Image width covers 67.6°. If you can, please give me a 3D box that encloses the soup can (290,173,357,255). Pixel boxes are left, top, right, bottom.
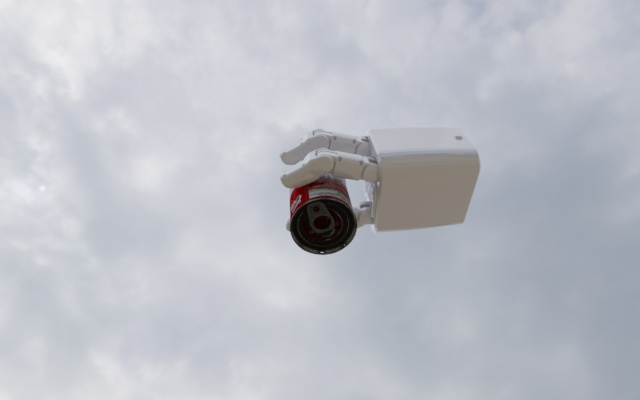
[{"bbox_3d":[0.000,0.002,0.520,0.068,0.068,0.102,0,30,-4],"label":"soup can"}]
